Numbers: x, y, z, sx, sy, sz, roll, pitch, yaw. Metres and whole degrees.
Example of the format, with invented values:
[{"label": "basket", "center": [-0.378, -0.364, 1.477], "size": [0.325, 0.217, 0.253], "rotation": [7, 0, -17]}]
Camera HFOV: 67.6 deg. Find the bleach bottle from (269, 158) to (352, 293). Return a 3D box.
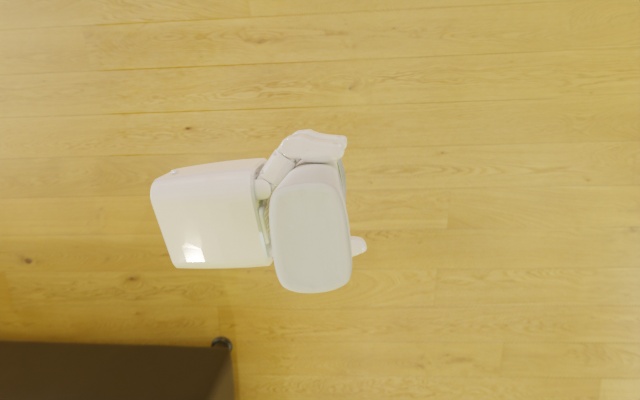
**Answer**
[{"label": "bleach bottle", "center": [0.000, 0.002, 0.518], "size": [0.068, 0.102, 0.250], "rotation": [-5, 13, 6]}]
